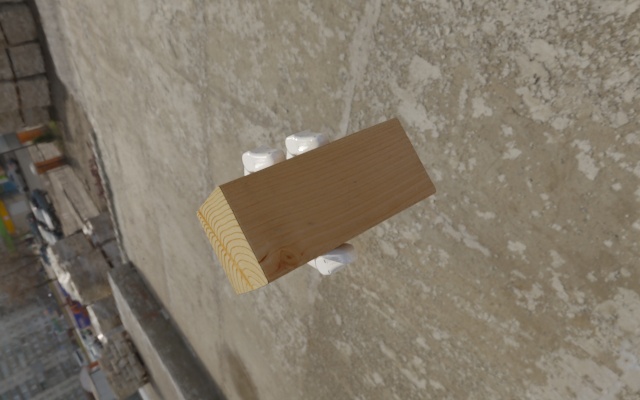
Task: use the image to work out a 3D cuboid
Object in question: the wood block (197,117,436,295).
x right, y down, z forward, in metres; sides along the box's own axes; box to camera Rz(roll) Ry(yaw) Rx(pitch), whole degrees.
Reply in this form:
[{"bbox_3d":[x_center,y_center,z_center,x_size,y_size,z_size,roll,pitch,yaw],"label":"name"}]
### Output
[{"bbox_3d":[0.000,0.002,0.468,0.206,0.091,0.090,-25,-4,-31],"label":"wood block"}]
